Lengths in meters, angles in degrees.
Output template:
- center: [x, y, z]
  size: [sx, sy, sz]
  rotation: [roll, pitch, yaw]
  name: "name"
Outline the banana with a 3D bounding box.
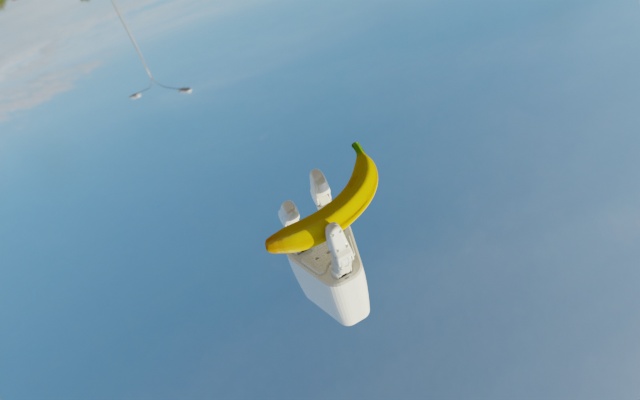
- center: [0.017, 0.007, 0.598]
  size: [0.069, 0.197, 0.037]
  rotation: [25, -32, 29]
  name: "banana"
